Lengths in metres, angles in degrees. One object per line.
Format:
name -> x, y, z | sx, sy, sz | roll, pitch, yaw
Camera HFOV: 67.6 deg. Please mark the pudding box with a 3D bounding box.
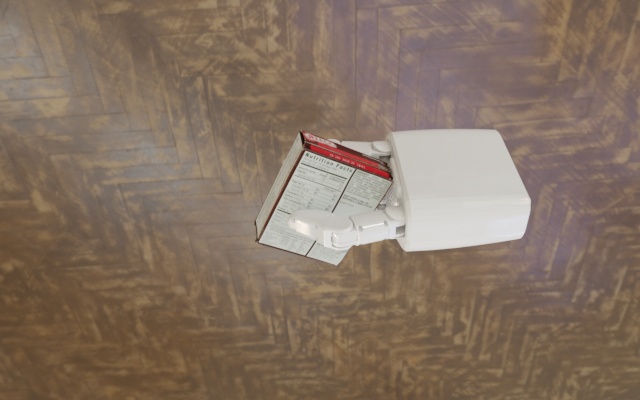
pudding box -> 0.000, 0.002, 0.440 | 0.090, 0.113, 0.039 | 19, 29, -19
